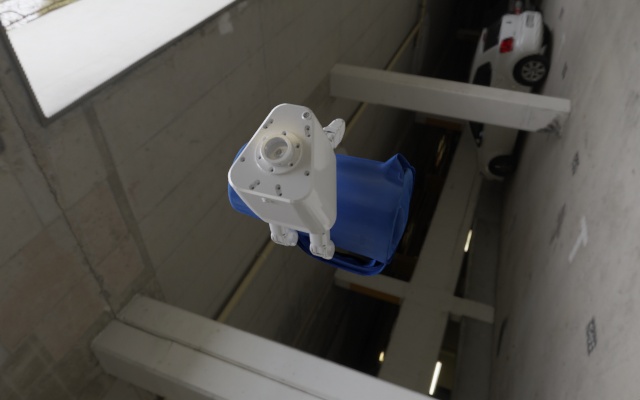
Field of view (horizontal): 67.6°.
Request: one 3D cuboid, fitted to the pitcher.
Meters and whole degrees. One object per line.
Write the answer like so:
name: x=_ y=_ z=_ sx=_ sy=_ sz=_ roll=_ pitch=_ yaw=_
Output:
pitcher: x=0.000 y=0.002 z=0.665 sx=0.243 sy=0.149 sz=0.145 roll=15 pitch=-14 yaw=16
